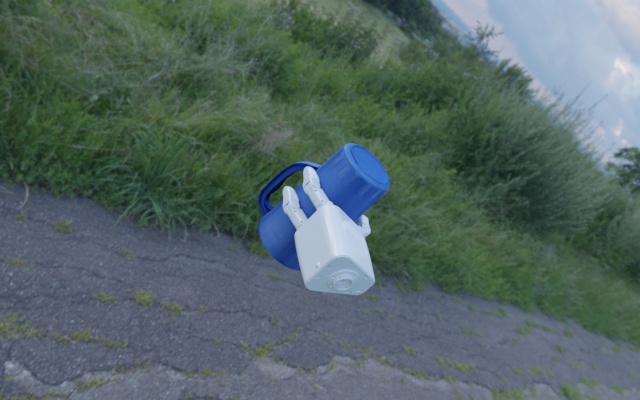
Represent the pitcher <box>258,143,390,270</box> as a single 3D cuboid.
[{"bbox_3d":[0.000,0.003,0.876,0.149,0.145,0.243,28,-58,-32],"label":"pitcher"}]
